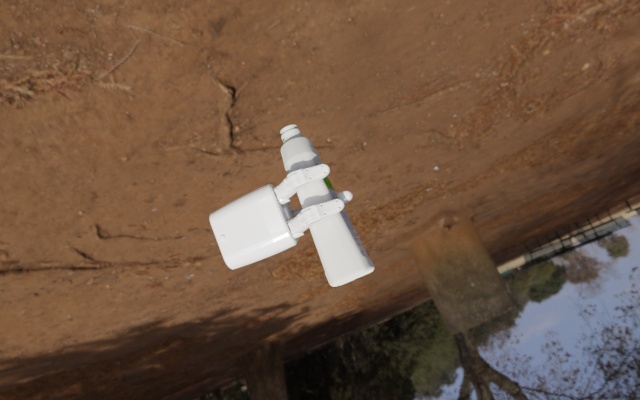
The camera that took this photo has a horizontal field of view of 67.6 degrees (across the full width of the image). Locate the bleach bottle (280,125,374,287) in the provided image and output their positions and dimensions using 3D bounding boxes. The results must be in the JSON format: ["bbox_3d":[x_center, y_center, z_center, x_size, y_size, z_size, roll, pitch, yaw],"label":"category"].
[{"bbox_3d":[0.000,0.002,0.726,0.068,0.250,0.102,-25,-12,7],"label":"bleach bottle"}]
